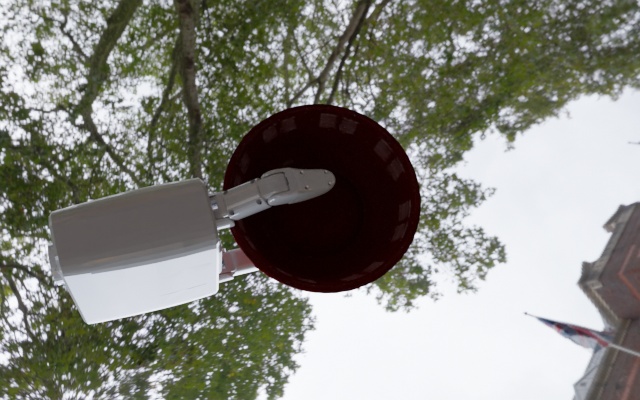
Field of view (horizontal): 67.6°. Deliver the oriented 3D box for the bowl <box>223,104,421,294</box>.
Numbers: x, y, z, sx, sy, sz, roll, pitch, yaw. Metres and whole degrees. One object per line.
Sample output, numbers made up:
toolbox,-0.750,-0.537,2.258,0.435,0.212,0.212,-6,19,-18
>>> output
bowl,0.001,0.001,0.410,0.162,0.162,0.055,0,-18,-7
